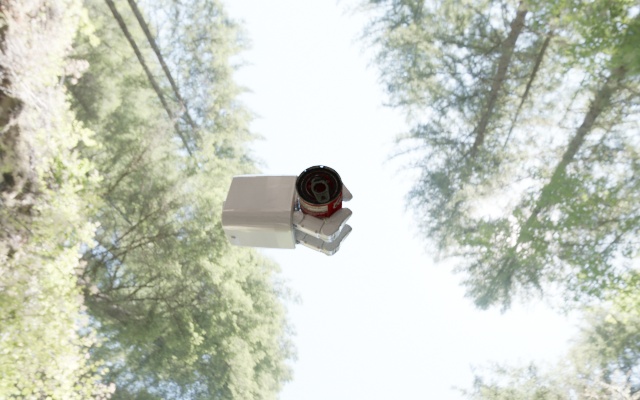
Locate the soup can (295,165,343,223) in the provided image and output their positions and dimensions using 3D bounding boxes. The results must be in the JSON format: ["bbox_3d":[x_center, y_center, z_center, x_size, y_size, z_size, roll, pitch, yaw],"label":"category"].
[{"bbox_3d":[0.001,0.002,0.724,0.068,0.068,0.102,0,-30,3],"label":"soup can"}]
